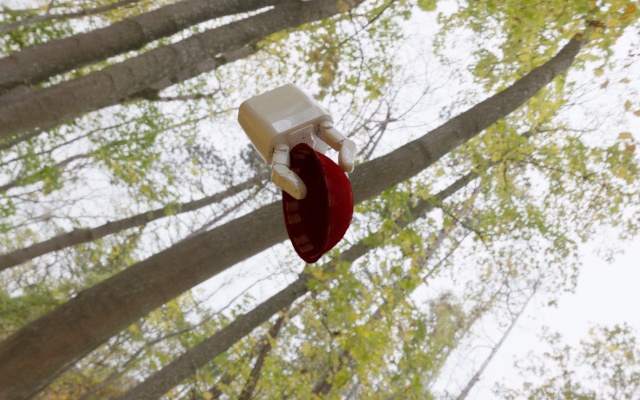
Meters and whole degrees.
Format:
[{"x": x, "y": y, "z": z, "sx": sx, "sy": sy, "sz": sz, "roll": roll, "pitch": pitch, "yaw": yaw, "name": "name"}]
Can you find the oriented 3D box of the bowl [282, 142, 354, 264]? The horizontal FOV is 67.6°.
[{"x": 0.001, "y": 0.003, "z": 0.649, "sx": 0.055, "sy": 0.162, "sz": 0.162, "roll": -4, "pitch": 2, "yaw": -24, "name": "bowl"}]
